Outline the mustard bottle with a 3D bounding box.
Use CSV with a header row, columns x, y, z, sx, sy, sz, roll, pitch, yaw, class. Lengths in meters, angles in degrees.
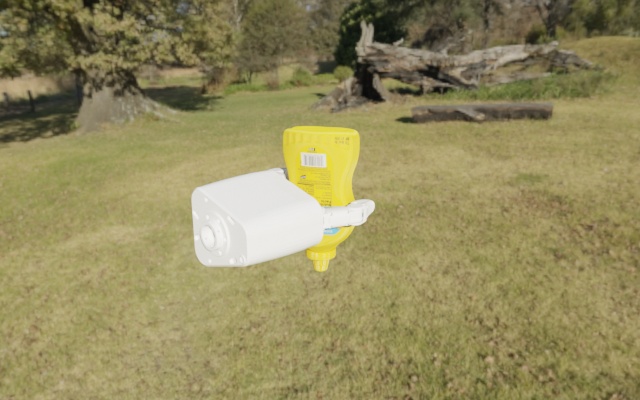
x,y,z,sx,sy,sz,roll,pitch,yaw,class
0.000,0.002,0.624,0.096,0.192,0.058,6,17,19,mustard bottle
